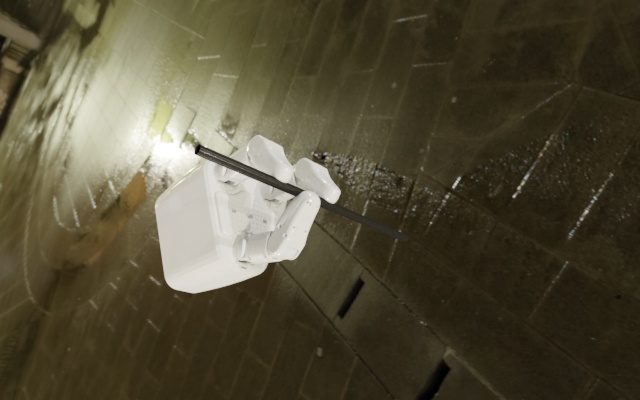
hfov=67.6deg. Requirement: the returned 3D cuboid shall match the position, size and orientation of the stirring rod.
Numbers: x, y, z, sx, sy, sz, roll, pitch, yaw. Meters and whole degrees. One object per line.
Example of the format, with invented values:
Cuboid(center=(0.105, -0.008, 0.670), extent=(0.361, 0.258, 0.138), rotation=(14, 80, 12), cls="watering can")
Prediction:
Cuboid(center=(0.000, 0.001, 0.408), extent=(0.239, 0.011, 0.011), rotation=(23, -15, -39), cls="stirring rod")
